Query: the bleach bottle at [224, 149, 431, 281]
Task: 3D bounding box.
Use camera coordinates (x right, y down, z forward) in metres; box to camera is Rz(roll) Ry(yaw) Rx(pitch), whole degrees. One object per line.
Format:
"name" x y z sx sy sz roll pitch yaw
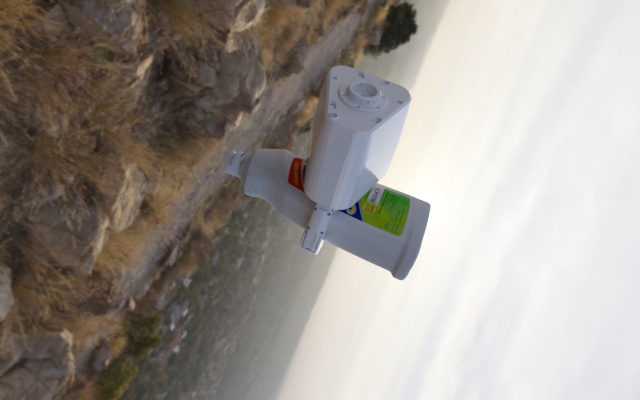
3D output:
"bleach bottle" 0.000 0.002 0.574 0.251 0.068 0.102 21 47 6
